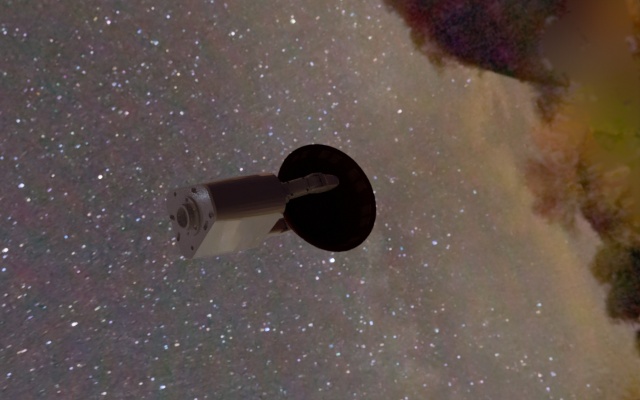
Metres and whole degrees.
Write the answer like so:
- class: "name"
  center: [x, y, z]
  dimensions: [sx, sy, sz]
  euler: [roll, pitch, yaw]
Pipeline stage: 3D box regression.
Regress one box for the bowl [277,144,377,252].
- class: "bowl"
  center: [0.001, 0.002, 0.690]
  dimensions: [0.162, 0.162, 0.055]
  euler: [0, -20, -31]
